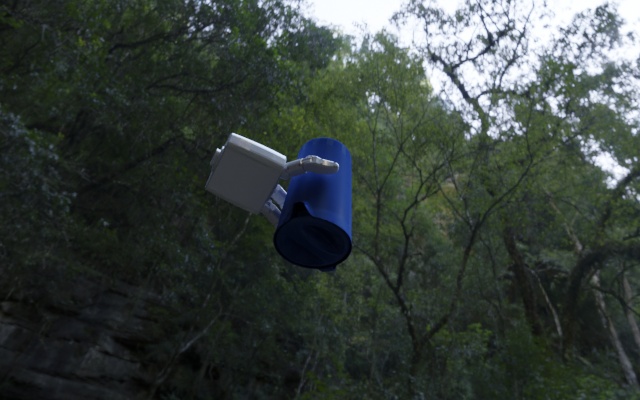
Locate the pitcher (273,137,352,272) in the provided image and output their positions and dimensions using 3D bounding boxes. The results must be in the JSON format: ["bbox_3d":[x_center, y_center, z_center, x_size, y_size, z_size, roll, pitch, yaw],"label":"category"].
[{"bbox_3d":[0.000,0.003,0.886,0.145,0.242,0.149,23,-47,-14],"label":"pitcher"}]
